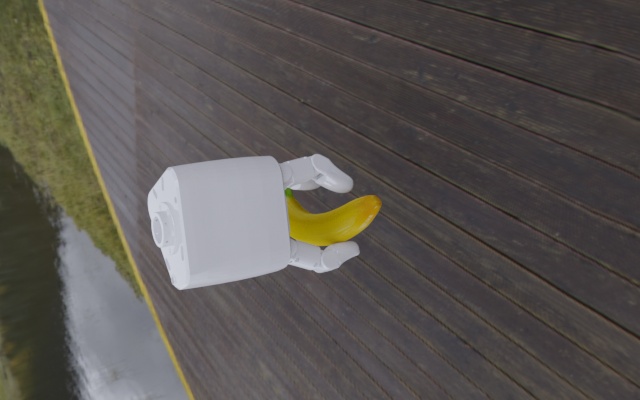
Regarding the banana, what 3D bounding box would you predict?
[{"bbox_3d":[-0.003,0.020,0.562,0.037,0.069,0.198,-2,7,-35],"label":"banana"}]
